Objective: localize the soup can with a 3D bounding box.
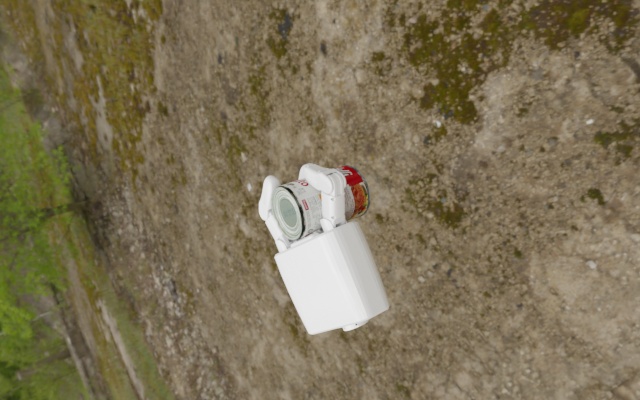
[{"bbox_3d":[0.000,0.001,0.577,0.102,0.068,0.068,-19,11,-33],"label":"soup can"}]
